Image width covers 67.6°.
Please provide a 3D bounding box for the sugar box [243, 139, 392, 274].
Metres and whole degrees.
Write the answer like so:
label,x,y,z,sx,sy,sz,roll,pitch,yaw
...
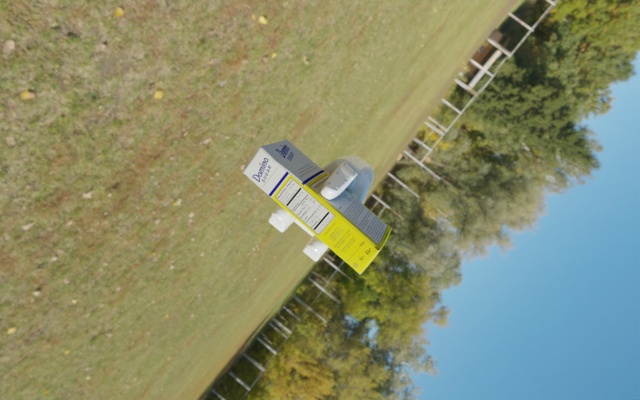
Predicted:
label,x,y,z,sx,sy,sz,roll,pitch,yaw
sugar box,0.000,0.002,0.566,0.176,0.048,0.093,39,19,5
